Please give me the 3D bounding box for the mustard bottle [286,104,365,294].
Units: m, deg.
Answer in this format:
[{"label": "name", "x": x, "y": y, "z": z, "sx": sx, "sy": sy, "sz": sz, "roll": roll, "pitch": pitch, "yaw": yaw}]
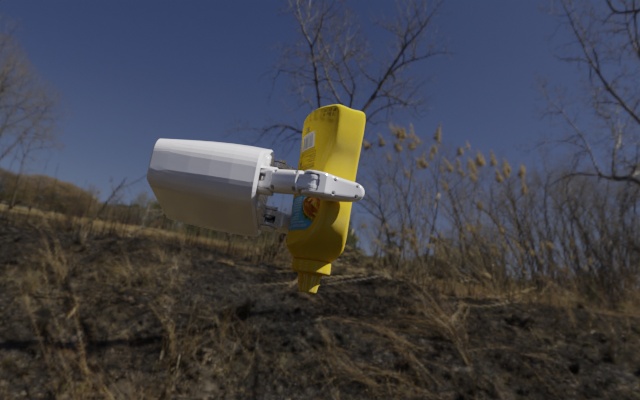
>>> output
[{"label": "mustard bottle", "x": 0.000, "y": 0.001, "z": 0.507, "sx": 0.058, "sy": 0.191, "sz": 0.096, "roll": 14, "pitch": -11, "yaw": -23}]
